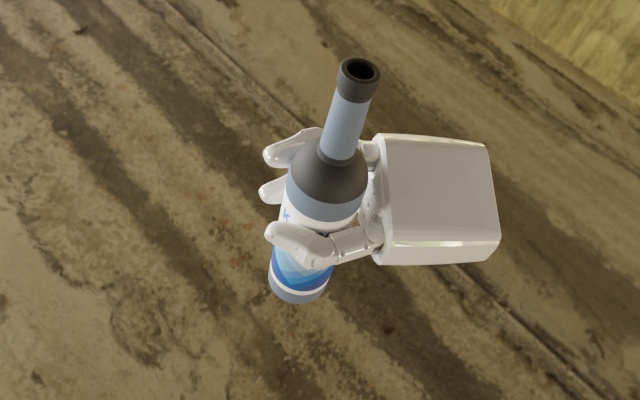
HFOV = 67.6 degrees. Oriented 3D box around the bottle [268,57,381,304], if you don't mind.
[{"bbox_3d":[0.000,0.002,0.422,0.069,0.069,0.296,0,-35,-12],"label":"bottle"}]
